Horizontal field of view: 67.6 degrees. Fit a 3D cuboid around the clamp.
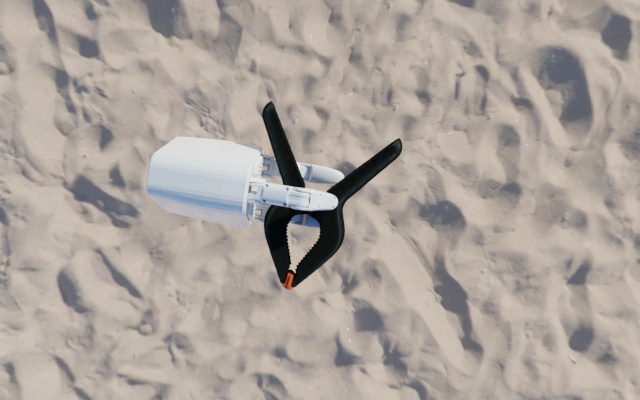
[{"bbox_3d":[0.000,0.002,0.552,0.164,0.210,0.036,9,4,2],"label":"clamp"}]
